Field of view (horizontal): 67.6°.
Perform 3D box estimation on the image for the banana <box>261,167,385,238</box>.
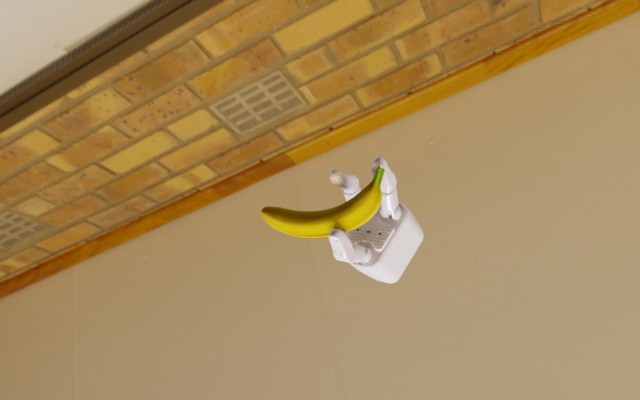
[{"bbox_3d":[0.005,0.018,0.659,0.198,0.069,0.037,-18,-28,22],"label":"banana"}]
